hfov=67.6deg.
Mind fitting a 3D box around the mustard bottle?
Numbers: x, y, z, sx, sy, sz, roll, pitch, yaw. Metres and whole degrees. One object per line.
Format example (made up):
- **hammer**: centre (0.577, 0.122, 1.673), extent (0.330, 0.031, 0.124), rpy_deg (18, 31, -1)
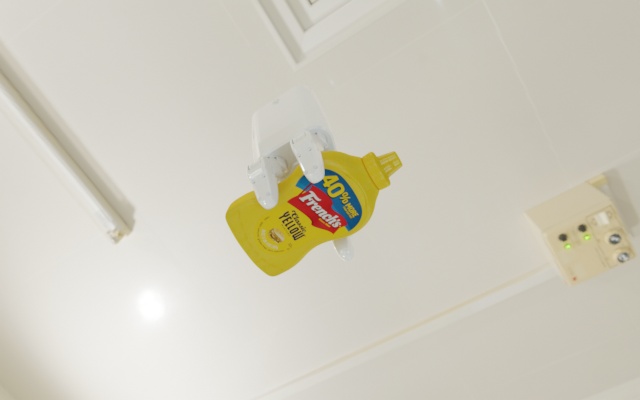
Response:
- **mustard bottle**: centre (0.000, 0.002, 0.516), extent (0.191, 0.096, 0.058), rpy_deg (-29, 17, 13)
